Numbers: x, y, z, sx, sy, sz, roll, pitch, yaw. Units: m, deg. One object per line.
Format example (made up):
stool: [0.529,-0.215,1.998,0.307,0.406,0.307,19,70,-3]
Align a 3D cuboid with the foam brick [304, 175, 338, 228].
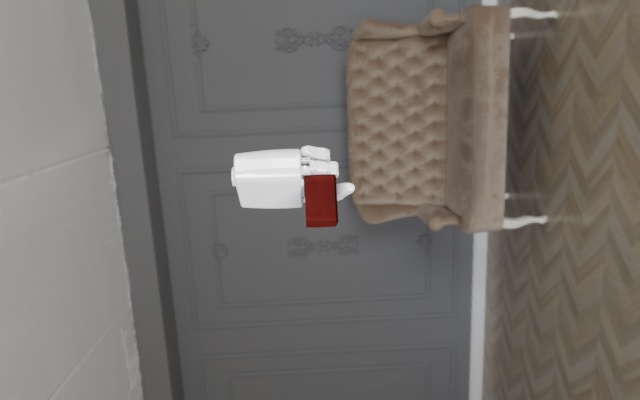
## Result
foam brick: [0.000,0.003,0.779,0.051,0.078,0.053,-2,-15,-3]
